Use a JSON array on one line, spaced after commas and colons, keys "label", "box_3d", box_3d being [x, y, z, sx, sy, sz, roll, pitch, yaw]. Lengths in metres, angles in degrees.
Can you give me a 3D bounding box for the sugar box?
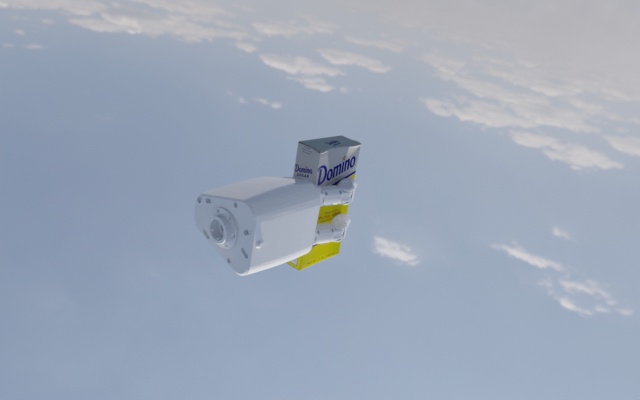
[{"label": "sugar box", "box_3d": [0.000, 0.003, 0.665, 0.048, 0.176, 0.093, 28, 29, 33]}]
